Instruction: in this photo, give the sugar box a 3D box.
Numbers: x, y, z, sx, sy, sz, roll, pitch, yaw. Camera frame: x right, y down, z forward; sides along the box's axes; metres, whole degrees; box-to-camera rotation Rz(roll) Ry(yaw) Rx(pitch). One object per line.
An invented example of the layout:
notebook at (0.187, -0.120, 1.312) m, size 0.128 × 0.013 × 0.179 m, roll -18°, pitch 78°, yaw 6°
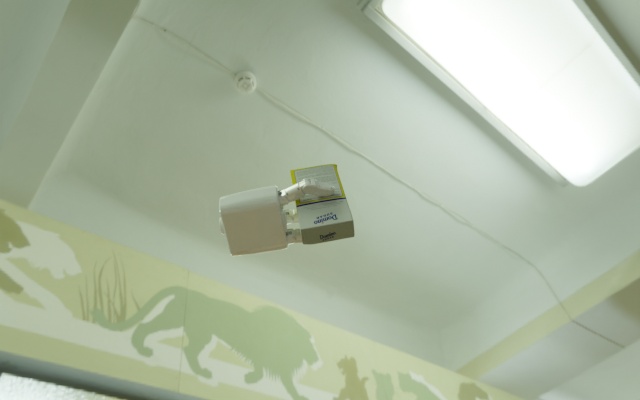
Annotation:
sugar box at (0.000, 0.003, 0.872) m, size 0.093 × 0.048 × 0.176 m, roll -9°, pitch 41°, yaw -2°
